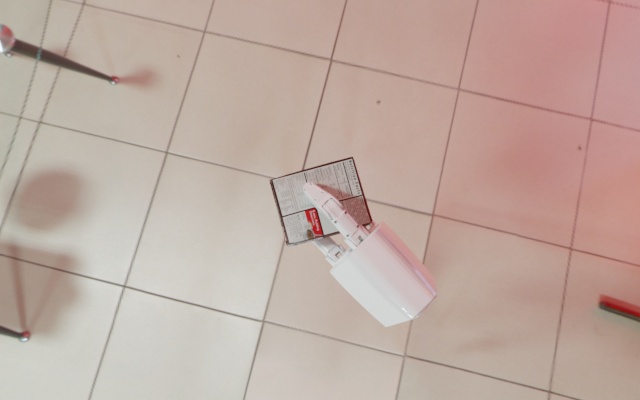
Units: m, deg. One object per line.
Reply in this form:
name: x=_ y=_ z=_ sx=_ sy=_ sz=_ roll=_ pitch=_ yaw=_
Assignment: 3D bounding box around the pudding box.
pudding box: x=0.000 y=0.002 z=0.610 sx=0.113 sy=0.090 sz=0.039 roll=-15 pitch=-6 yaw=-5
